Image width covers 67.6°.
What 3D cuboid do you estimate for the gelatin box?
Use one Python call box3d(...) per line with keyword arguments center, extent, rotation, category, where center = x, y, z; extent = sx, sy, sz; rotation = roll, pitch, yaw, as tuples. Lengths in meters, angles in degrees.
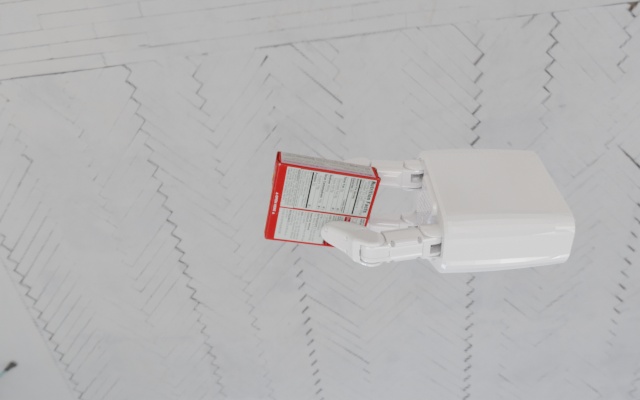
box3d(center=(0.000, 0.002, 0.414), extent=(0.089, 0.073, 0.030), rotation=(8, 27, -11), category="gelatin box")
